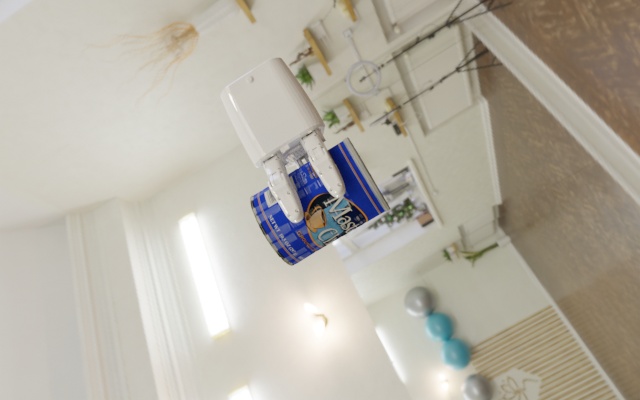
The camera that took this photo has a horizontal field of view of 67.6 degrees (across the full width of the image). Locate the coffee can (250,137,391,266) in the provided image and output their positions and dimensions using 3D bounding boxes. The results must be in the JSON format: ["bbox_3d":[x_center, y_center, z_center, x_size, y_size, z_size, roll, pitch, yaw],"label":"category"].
[{"bbox_3d":[0.000,0.002,0.590,0.140,0.103,0.103,-31,-4,7],"label":"coffee can"}]
